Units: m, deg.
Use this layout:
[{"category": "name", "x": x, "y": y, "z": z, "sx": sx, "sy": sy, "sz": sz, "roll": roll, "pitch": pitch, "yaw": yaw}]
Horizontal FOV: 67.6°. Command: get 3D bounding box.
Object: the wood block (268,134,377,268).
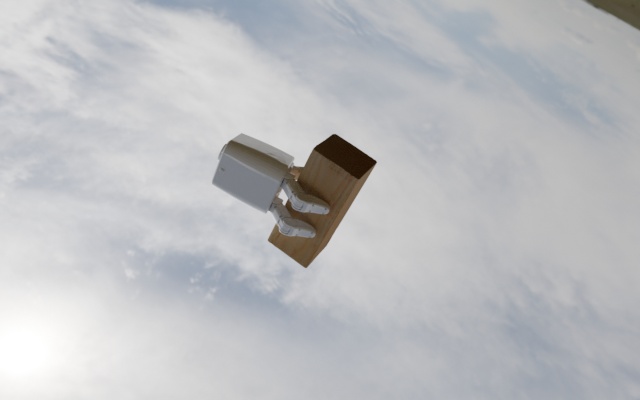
[{"category": "wood block", "x": 0.000, "y": 0.002, "z": 0.817, "sx": 0.090, "sy": 0.206, "sz": 0.090, "roll": 35, "pitch": 34, "yaw": 8}]
